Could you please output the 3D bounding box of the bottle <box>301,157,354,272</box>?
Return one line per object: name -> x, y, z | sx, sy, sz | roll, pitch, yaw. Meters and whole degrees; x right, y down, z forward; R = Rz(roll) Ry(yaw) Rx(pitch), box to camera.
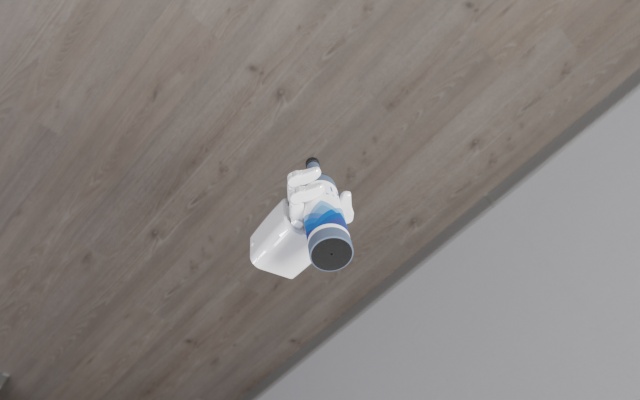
bottle -> 0.000, 0.003, 0.832 | 0.069, 0.069, 0.295 | 0, 32, -8
